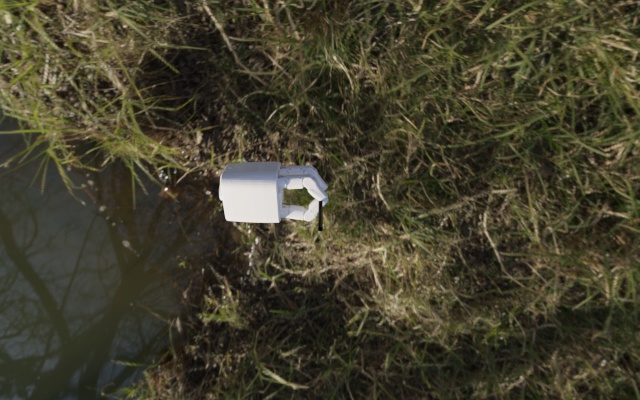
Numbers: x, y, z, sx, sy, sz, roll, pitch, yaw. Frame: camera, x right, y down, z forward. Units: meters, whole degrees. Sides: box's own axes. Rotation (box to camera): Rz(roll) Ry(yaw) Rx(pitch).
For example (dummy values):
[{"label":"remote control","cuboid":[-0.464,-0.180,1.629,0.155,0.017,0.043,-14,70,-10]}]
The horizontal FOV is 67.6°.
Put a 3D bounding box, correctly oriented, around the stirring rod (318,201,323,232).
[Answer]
[{"label":"stirring rod","cuboid":[0.000,0.003,0.893,0.011,0.011,0.239,0,22,0]}]
